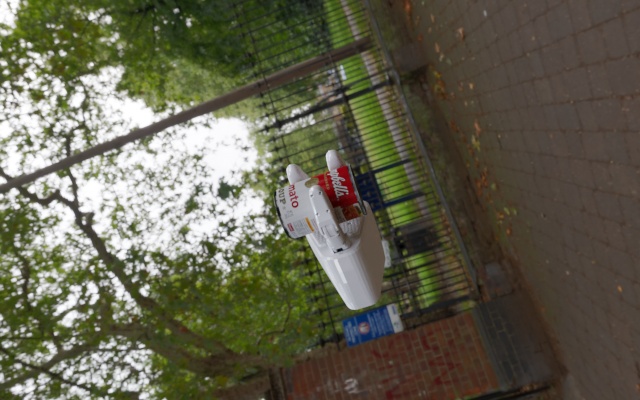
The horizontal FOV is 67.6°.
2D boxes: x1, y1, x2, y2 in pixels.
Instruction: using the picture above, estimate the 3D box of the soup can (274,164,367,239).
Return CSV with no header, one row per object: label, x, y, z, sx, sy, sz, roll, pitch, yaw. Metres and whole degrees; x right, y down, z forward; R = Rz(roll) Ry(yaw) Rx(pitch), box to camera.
soup can,0.000,0.002,0.603,0.102,0.068,0.068,-19,-3,8
